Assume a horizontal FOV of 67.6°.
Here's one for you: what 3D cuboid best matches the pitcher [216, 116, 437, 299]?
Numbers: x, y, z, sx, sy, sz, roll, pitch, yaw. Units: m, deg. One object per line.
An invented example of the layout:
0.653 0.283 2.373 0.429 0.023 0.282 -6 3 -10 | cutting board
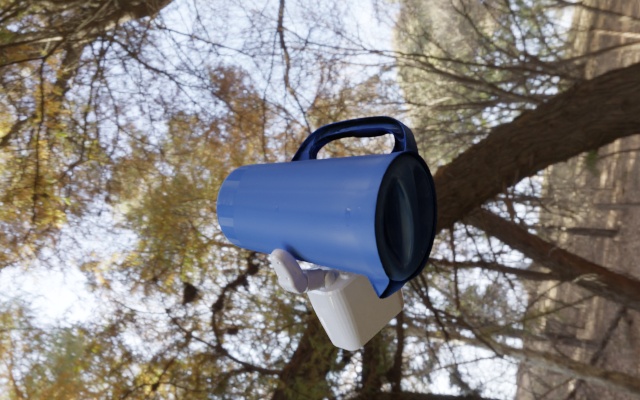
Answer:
0.000 0.002 0.544 0.243 0.145 0.149 3 39 37 | pitcher
